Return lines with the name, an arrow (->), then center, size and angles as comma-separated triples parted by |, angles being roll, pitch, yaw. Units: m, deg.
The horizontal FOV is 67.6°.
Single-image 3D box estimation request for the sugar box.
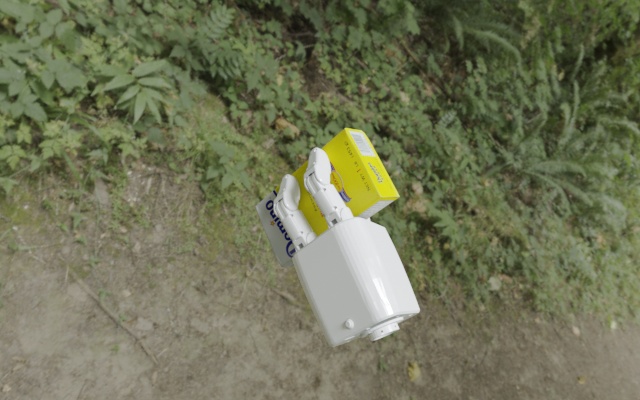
sugar box -> 0.000, 0.002, 0.572 | 0.176, 0.093, 0.048 | -38, -22, 32
